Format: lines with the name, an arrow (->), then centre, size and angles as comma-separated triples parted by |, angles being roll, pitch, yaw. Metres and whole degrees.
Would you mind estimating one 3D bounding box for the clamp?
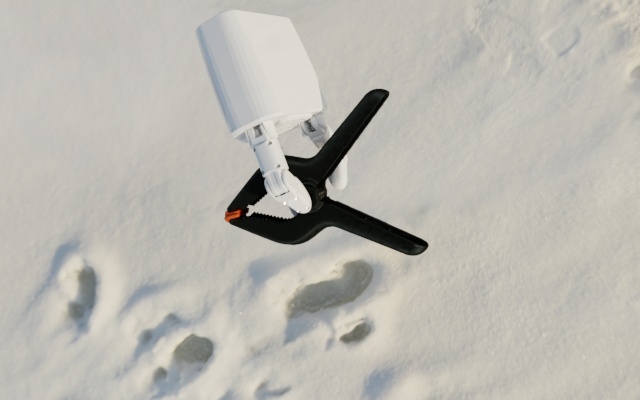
clamp -> -0.001, 0.002, 0.489 | 0.210, 0.164, 0.036 | -21, -1, 20
